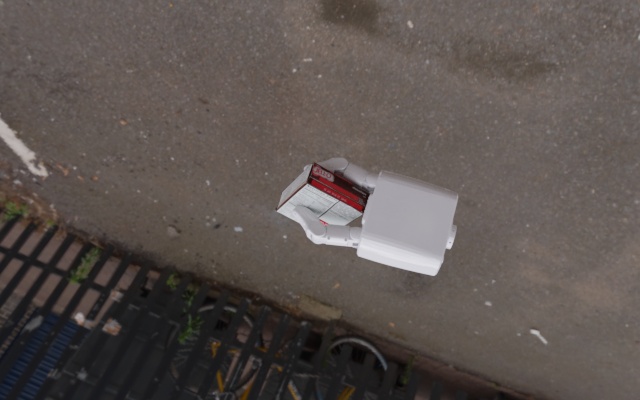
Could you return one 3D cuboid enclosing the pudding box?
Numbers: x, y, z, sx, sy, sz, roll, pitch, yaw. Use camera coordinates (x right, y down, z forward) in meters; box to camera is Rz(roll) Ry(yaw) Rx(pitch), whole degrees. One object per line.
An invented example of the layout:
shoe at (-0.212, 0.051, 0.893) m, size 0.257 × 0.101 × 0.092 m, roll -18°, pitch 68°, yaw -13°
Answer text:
pudding box at (0.000, 0.002, 0.655) m, size 0.090 × 0.039 × 0.113 m, roll 29°, pitch -33°, yaw -15°
